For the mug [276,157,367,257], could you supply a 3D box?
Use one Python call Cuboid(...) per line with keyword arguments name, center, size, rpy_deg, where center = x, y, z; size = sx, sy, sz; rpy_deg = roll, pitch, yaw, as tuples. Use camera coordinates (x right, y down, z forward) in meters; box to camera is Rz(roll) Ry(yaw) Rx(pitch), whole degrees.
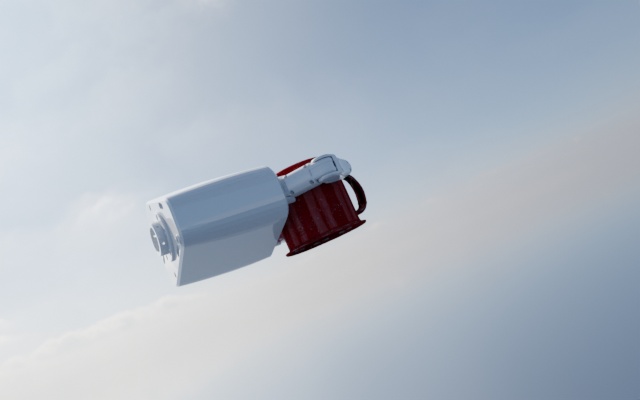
Cuboid(name="mug", center=(0.001, 0.001, 0.518), size=(0.117, 0.081, 0.093), rpy_deg=(-19, -10, -31))
